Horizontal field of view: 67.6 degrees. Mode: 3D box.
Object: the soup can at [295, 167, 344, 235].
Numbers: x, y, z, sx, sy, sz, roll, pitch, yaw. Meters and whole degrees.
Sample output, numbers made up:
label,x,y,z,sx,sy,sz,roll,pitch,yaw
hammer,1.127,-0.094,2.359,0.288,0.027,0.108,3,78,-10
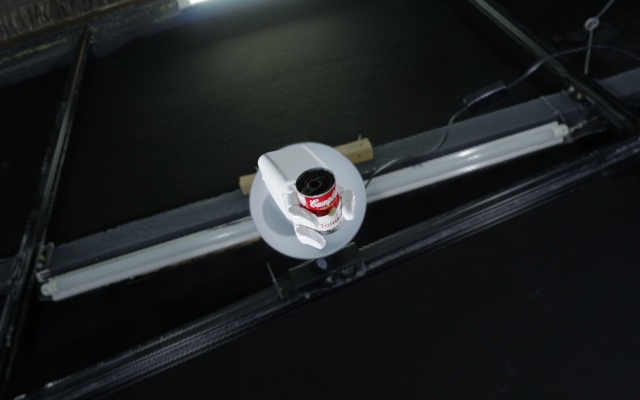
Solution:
label,x,y,z,sx,sy,sz,roll,pitch,yaw
soup can,0.001,0.003,0.819,0.068,0.068,0.102,0,-42,14
